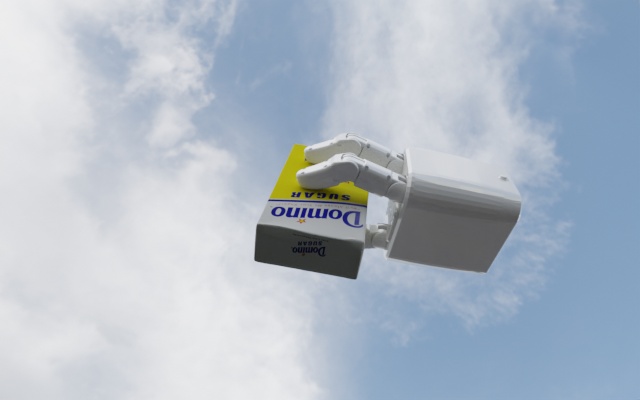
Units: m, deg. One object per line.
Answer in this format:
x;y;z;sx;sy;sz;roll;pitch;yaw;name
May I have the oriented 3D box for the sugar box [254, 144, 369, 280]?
0.000;0.001;0.472;0.093;0.048;0.176;10;27;2;sugar box
